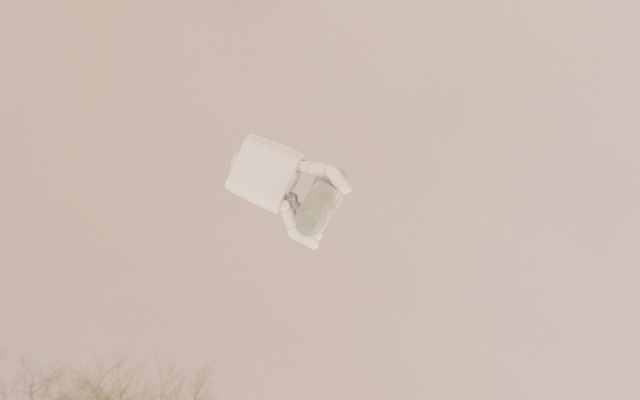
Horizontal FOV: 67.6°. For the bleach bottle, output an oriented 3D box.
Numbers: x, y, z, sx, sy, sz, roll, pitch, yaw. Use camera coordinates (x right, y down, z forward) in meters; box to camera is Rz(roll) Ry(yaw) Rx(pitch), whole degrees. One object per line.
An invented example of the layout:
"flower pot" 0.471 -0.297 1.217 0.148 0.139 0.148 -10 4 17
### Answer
"bleach bottle" 0.000 0.003 0.858 0.068 0.102 0.250 24 14 2
